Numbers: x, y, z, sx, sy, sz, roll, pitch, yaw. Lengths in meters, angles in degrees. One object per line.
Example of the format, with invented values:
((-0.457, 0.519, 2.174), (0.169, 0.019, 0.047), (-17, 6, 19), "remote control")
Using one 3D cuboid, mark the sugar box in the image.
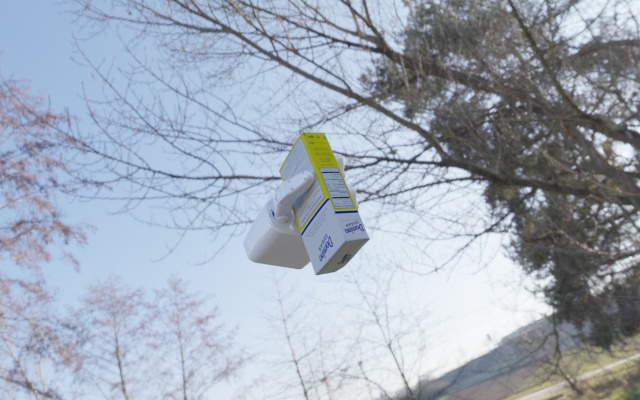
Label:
((0.000, 0.002, 0.651), (0.048, 0.176, 0.093), (-5, -31, -32), "sugar box")
